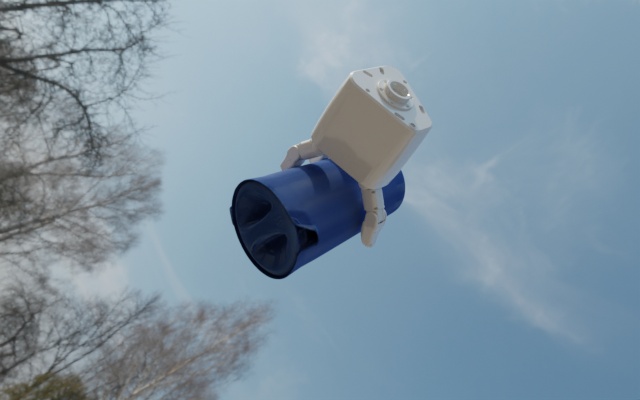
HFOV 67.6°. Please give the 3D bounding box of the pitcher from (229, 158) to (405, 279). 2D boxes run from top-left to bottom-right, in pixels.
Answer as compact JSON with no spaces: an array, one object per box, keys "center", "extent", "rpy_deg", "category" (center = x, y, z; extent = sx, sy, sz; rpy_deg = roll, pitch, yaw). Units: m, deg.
[{"center":[0.000,0.002,0.679],"extent":[0.243,0.149,0.145],"rpy_deg":[-22,-24,-40],"category":"pitcher"}]
